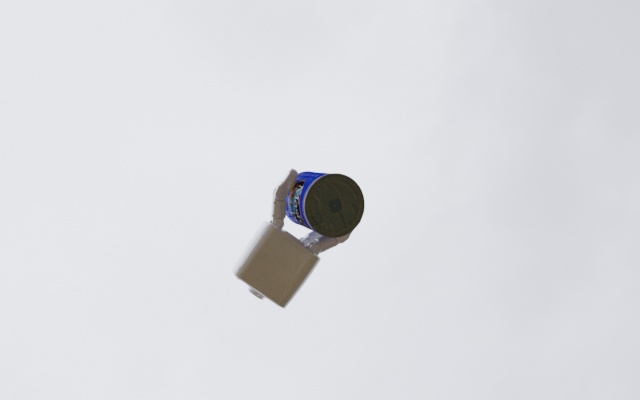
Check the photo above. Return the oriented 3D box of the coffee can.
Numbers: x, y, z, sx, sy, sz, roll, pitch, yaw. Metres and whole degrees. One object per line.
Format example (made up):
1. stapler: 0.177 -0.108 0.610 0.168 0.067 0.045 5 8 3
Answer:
1. coffee can: 0.000 0.002 0.815 0.103 0.103 0.140 0 5 -20
